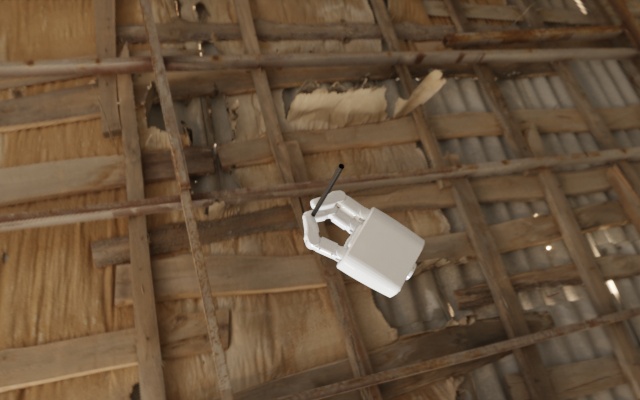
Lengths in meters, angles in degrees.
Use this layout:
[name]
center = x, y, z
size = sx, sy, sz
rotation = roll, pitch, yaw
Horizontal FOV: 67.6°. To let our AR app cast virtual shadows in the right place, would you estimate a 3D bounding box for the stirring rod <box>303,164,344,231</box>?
[stirring rod]
center = 0.000, 0.002, 0.752
size = 0.011, 0.011, 0.240
rotation = 0, -24, -15
